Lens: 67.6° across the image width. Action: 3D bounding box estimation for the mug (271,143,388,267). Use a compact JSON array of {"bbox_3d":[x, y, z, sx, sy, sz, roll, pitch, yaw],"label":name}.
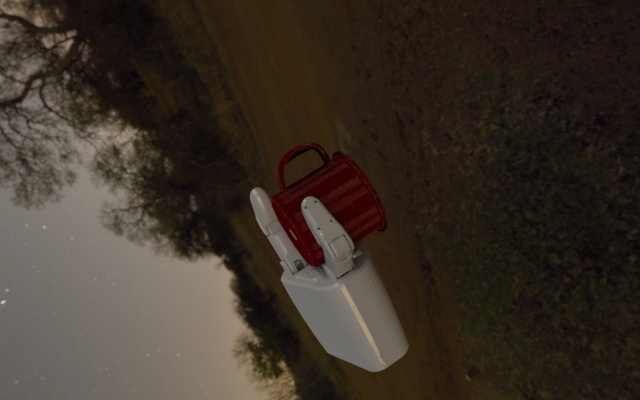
[{"bbox_3d":[-0.001,0.000,0.464,0.081,0.117,0.093,-32,17,-11],"label":"mug"}]
